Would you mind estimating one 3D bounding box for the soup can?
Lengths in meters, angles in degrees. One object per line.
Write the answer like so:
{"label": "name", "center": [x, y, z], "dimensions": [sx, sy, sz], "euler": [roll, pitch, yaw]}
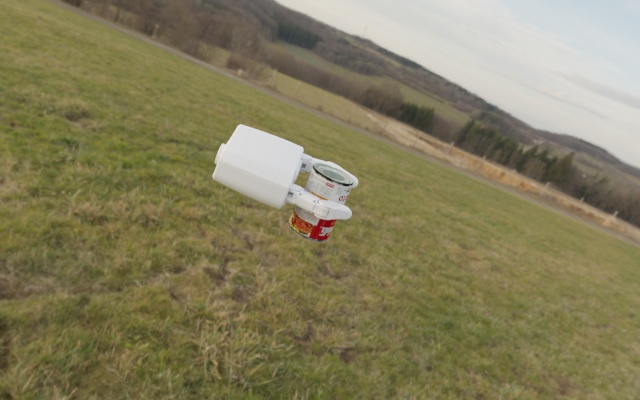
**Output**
{"label": "soup can", "center": [0.001, 0.002, 0.725], "dimensions": [0.068, 0.102, 0.068], "euler": [21, 20, -8]}
